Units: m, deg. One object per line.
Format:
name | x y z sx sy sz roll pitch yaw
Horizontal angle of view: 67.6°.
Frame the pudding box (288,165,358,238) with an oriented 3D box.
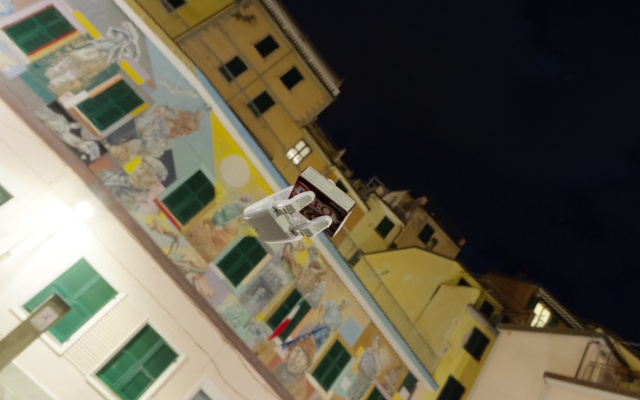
pudding box | 0.000 0.003 0.864 0.113 0.039 0.090 36 -37 5
